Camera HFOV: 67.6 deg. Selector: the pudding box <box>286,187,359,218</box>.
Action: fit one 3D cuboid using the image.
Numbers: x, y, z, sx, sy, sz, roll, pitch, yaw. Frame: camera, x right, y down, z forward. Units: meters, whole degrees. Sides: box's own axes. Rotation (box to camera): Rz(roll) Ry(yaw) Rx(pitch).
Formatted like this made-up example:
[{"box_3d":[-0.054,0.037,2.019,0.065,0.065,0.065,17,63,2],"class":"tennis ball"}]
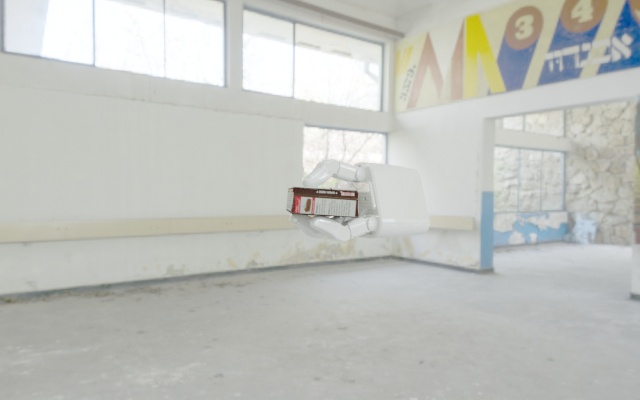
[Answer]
[{"box_3d":[0.000,0.002,0.663,0.090,0.039,0.113,3,-2,-7],"class":"pudding box"}]
